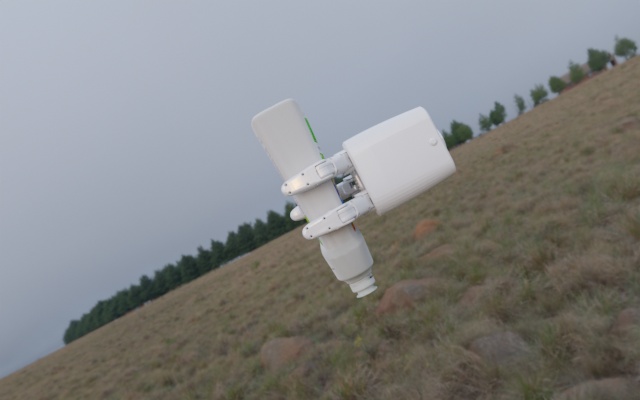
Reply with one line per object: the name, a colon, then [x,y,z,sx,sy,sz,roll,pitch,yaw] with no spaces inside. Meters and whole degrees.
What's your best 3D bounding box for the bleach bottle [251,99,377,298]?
bleach bottle: [0.000,0.002,0.599,0.068,0.251,0.102,-27,-1,1]
